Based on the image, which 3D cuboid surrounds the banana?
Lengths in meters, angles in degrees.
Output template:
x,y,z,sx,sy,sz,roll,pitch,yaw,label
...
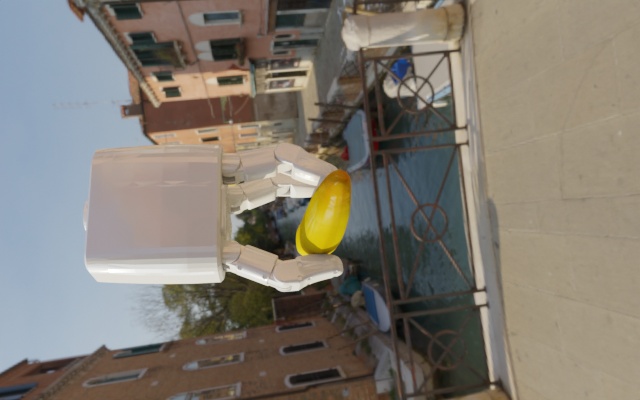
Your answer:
x,y,z,sx,sy,sz,roll,pitch,yaw,label
-0.002,0.020,0.434,0.037,0.069,0.198,5,-6,-5,banana
